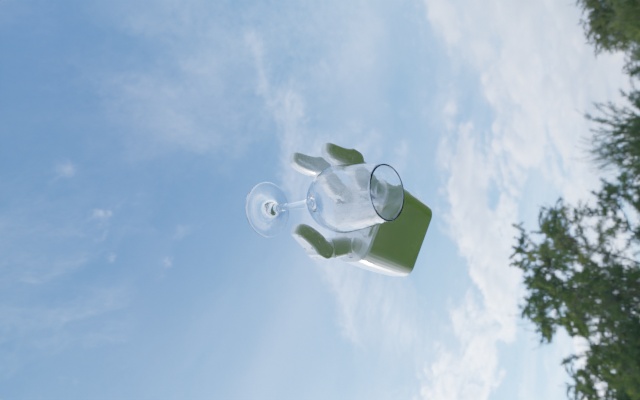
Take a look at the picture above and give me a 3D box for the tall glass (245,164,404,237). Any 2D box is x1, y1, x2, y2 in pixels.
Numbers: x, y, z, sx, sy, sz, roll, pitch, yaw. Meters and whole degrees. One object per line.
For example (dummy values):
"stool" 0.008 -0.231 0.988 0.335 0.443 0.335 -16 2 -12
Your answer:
"tall glass" -0.001 0.002 0.571 0.201 0.079 0.079 -8 -6 44
